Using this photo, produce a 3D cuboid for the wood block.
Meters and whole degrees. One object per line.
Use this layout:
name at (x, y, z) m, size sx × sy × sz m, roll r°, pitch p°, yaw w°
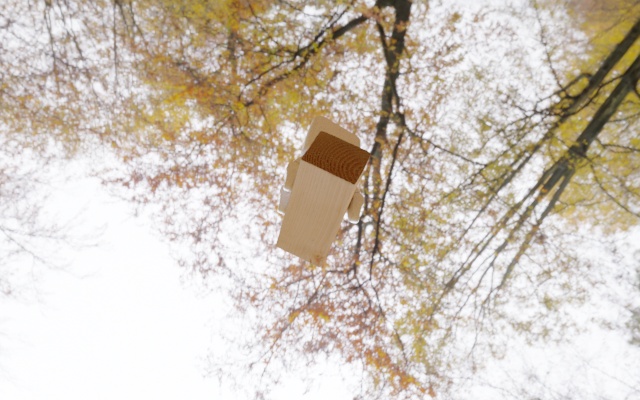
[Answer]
wood block at (0.001, 0.003, 0.795) m, size 0.091 × 0.206 × 0.090 m, roll 25°, pitch 44°, yaw 5°
